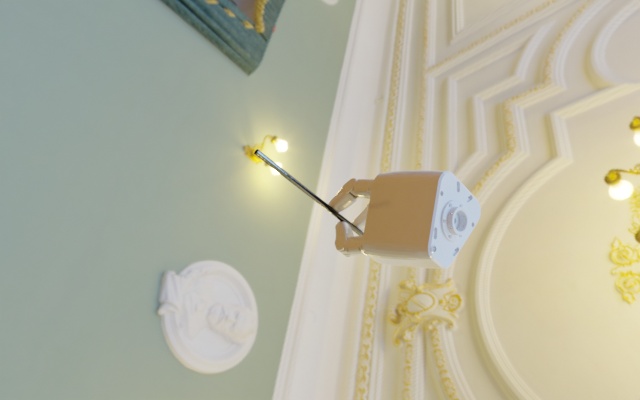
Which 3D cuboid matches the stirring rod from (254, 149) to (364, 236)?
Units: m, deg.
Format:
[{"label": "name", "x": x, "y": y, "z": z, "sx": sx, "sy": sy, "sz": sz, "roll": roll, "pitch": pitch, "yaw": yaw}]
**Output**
[{"label": "stirring rod", "x": 0.000, "y": 0.002, "z": 0.659, "sx": 0.240, "sy": 0.011, "sz": 0.011, "roll": 38, "pitch": -23, "yaw": -32}]
